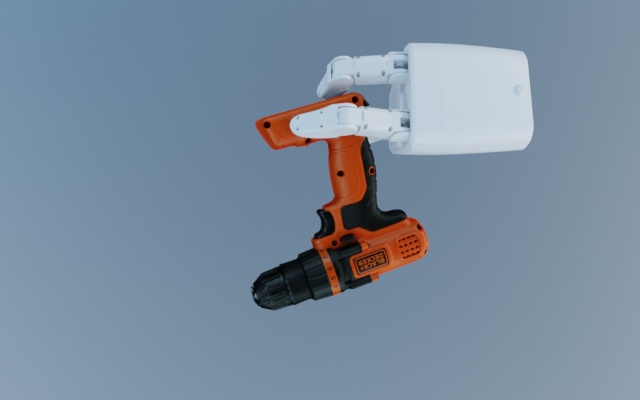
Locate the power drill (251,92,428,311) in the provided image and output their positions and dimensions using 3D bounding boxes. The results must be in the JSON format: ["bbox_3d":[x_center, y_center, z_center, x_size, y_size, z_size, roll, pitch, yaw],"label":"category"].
[{"bbox_3d":[0.000,0.001,0.467,0.184,0.188,0.057,-19,12,-10],"label":"power drill"}]
